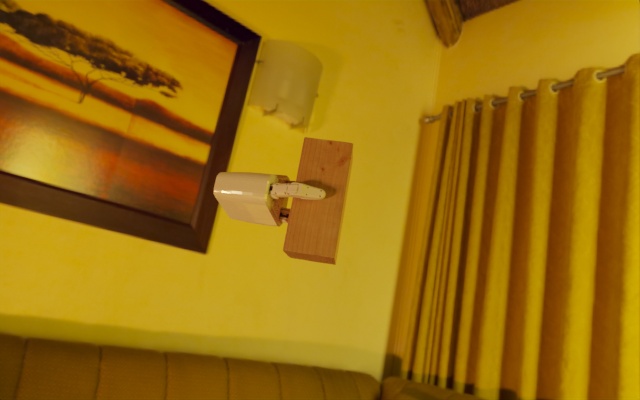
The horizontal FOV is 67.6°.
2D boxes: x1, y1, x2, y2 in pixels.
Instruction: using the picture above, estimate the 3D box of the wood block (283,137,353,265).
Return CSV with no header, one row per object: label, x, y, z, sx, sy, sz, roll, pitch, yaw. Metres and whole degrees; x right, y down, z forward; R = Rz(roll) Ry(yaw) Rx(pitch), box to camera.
wood block,0.000,0.003,0.858,0.090,0.206,0.091,8,-14,6
